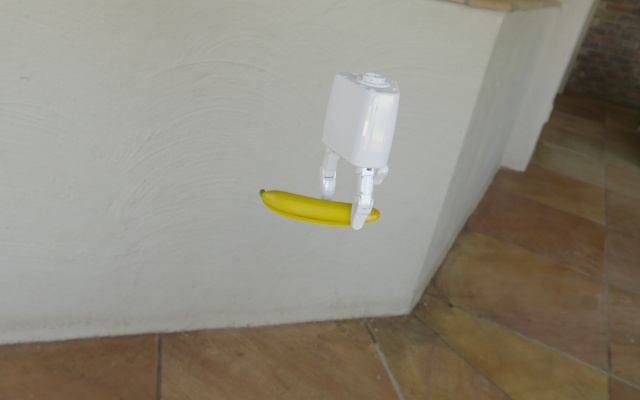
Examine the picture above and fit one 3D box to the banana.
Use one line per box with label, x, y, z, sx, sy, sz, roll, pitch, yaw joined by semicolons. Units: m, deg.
banana;-0.007;0.010;0.729;0.198;0.037;0.069;12;27;7
